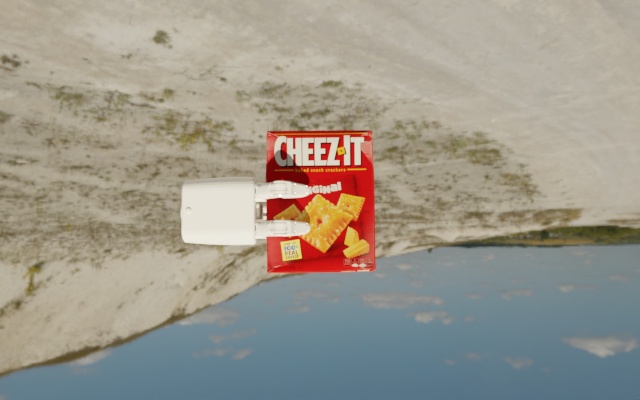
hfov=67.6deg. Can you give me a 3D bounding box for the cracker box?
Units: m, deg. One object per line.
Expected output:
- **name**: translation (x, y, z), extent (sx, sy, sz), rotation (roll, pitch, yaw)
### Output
- **cracker box**: translation (0.000, 0.003, 0.733), extent (0.164, 0.213, 0.072), rotation (-1, -5, -1)
